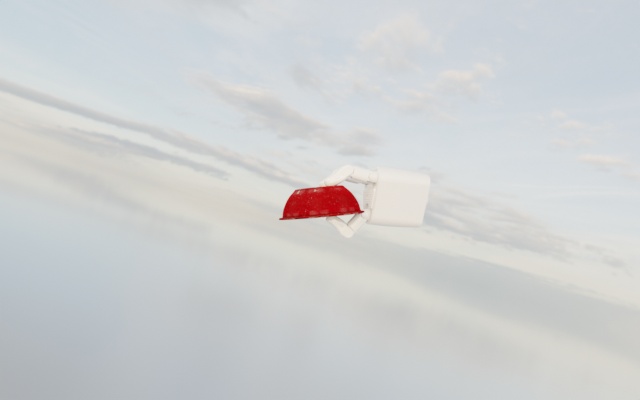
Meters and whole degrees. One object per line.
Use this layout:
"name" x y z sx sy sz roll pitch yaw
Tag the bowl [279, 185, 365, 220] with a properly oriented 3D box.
"bowl" -0.001 0.003 0.889 0.162 0.055 0.162 -6 0 0
